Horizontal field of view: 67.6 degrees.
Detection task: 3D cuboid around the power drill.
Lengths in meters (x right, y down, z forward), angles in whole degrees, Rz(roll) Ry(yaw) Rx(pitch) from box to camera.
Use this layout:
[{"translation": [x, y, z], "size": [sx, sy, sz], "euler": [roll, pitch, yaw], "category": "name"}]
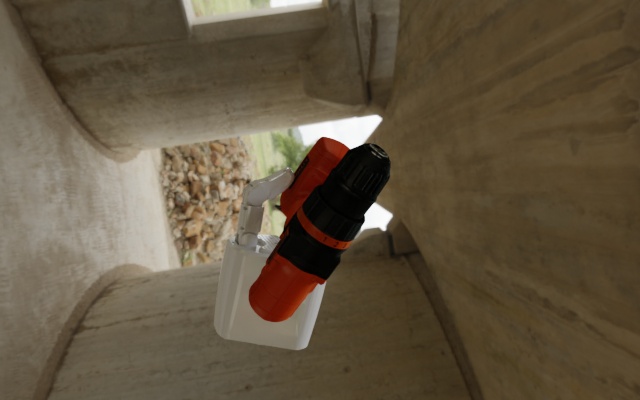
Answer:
[{"translation": [0.000, 0.002, 0.461], "size": [0.057, 0.184, 0.187], "euler": [32, 22, -10], "category": "power drill"}]
